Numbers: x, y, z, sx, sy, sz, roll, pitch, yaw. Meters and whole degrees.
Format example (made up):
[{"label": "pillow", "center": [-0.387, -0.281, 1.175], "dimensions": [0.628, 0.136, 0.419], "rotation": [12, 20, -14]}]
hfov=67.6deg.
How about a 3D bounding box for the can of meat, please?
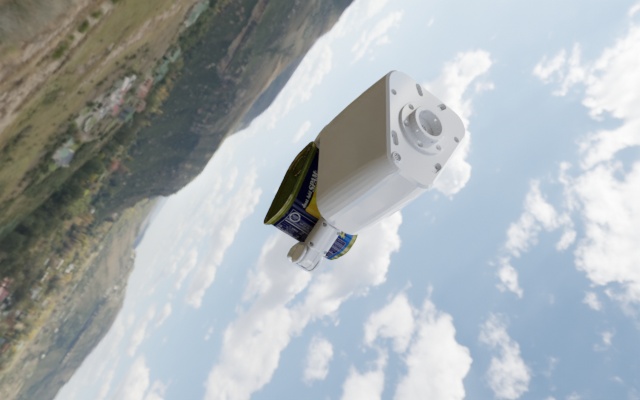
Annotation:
[{"label": "can of meat", "center": [0.000, 0.002, 0.507], "dimensions": [0.084, 0.102, 0.057], "rotation": [33, -38, -16]}]
